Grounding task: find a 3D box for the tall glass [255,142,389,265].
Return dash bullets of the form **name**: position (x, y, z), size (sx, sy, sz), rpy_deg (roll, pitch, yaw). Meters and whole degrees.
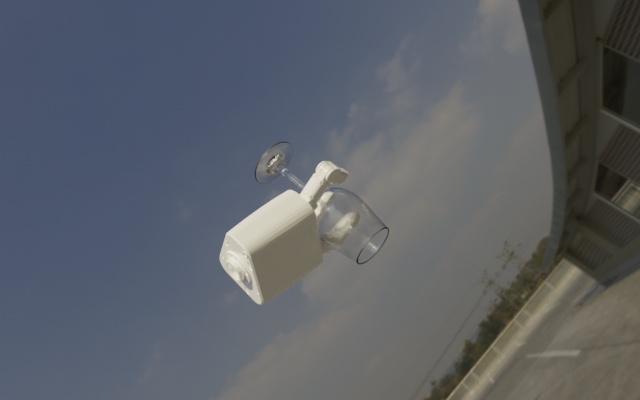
- **tall glass**: position (0.000, 0.002, 0.664), size (0.201, 0.079, 0.079), rpy_deg (40, 19, 25)
